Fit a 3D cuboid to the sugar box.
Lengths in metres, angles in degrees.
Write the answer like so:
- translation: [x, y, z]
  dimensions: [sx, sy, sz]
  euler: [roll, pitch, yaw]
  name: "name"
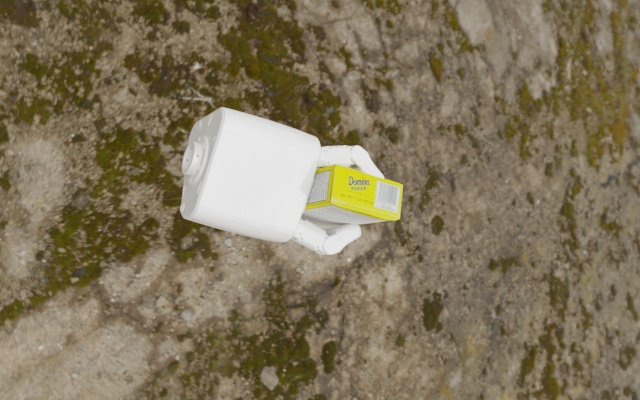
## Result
- translation: [0.000, 0.001, 0.547]
  dimensions: [0.093, 0.048, 0.176]
  euler: [15, -12, -32]
  name: "sugar box"
